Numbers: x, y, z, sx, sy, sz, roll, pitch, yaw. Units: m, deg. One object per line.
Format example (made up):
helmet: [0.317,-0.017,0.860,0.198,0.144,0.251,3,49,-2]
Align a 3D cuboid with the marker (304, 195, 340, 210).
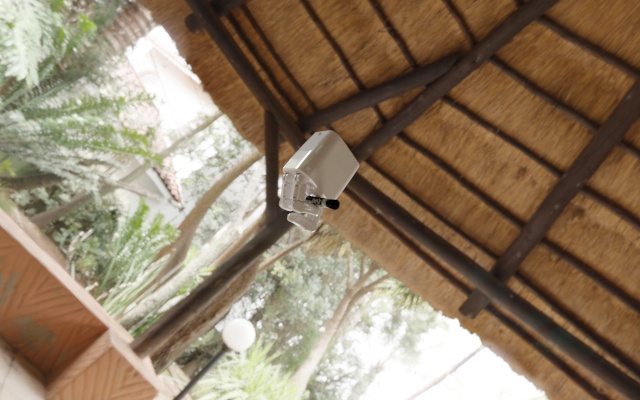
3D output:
marker: [0.000,0.003,0.891,0.020,0.020,0.121,0,4,-29]
